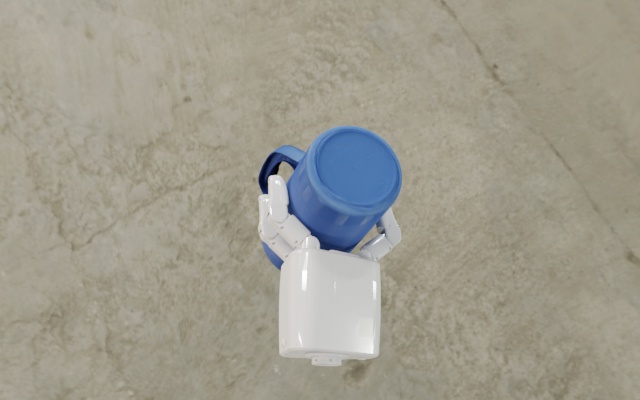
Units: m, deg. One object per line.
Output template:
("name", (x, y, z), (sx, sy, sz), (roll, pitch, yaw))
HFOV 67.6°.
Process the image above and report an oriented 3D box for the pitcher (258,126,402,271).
("pitcher", (0.000, 0.002, 0.603), (0.149, 0.145, 0.243), (9, -24, -12))
